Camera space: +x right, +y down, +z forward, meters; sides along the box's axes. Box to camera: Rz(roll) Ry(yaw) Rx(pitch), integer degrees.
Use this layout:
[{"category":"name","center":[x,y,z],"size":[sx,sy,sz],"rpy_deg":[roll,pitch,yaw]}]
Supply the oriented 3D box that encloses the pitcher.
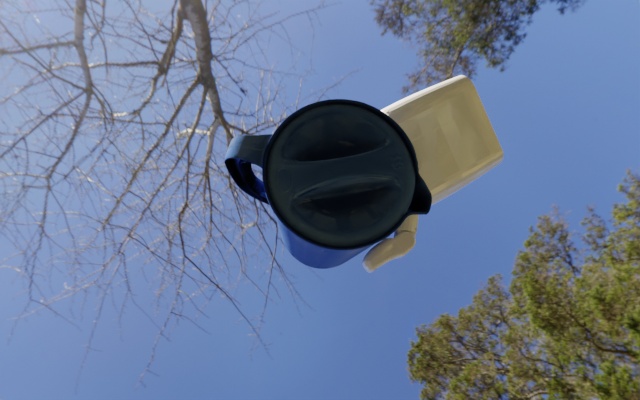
[{"category":"pitcher","center":[0.000,0.002,0.508],"size":[0.145,0.149,0.243],"rpy_deg":[-29,-11,-11]}]
